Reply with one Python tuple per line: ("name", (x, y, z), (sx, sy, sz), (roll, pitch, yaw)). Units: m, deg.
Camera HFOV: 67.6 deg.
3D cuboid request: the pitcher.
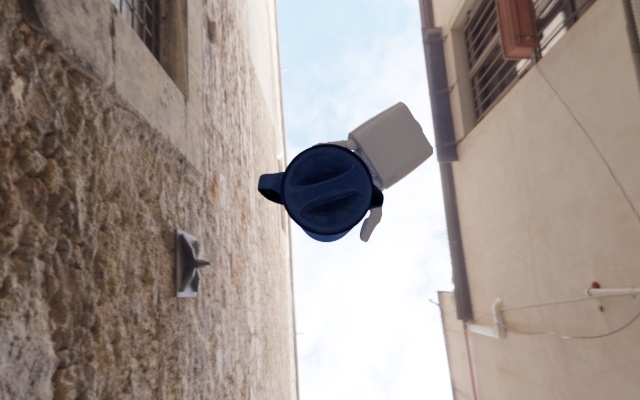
("pitcher", (0.000, 0.003, 0.787), (0.145, 0.149, 0.243), (-37, -9, -7))
